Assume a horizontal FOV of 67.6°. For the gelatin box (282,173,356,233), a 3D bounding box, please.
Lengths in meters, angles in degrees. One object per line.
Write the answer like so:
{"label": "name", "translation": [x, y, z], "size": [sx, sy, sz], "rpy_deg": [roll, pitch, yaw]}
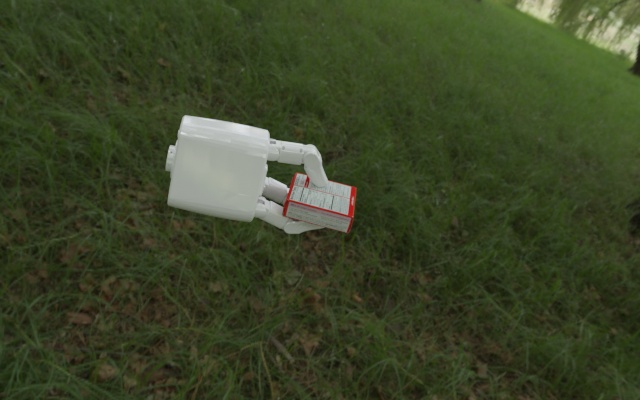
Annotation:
{"label": "gelatin box", "translation": [0.001, 0.002, 0.626], "size": [0.089, 0.030, 0.073], "rpy_deg": [14, 33, -1]}
